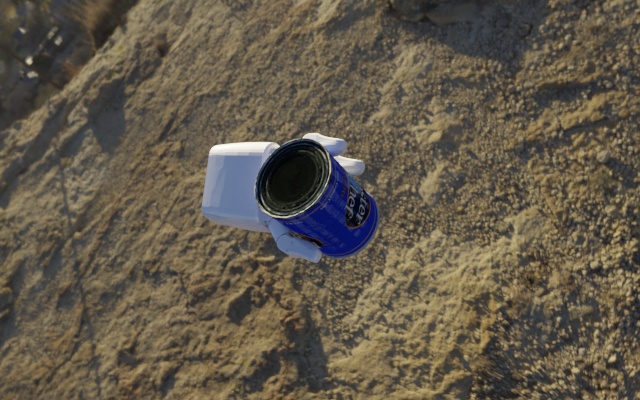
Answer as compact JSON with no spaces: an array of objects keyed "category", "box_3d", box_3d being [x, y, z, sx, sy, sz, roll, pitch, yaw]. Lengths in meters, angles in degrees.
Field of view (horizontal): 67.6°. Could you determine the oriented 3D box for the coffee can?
[{"category":"coffee can","box_3d":[0.000,0.002,0.594,0.103,0.102,0.140,0,-24,31]}]
